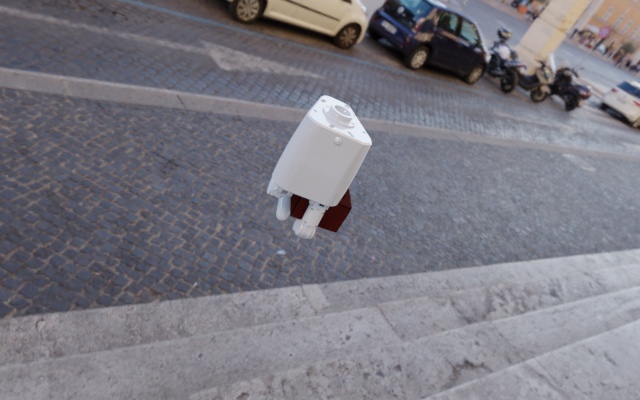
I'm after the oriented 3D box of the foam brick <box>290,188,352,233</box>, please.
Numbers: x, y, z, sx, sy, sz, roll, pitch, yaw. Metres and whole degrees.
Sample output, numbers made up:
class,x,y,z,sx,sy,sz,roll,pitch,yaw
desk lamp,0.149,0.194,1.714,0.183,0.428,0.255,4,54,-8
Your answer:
class,x,y,z,sx,sy,sz,roll,pitch,yaw
foam brick,0.000,0.002,0.700,0.078,0.051,0.053,21,32,-17
